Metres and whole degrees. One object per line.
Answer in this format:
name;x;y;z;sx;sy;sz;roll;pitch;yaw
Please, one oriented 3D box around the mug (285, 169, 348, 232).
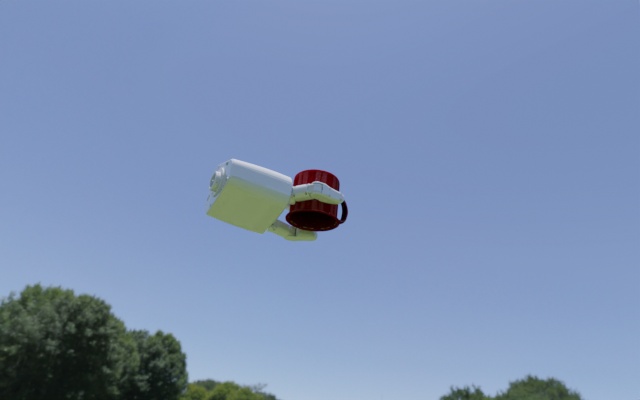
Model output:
mug;0.001;0.003;0.828;0.117;0.081;0.093;20;-29;-28
